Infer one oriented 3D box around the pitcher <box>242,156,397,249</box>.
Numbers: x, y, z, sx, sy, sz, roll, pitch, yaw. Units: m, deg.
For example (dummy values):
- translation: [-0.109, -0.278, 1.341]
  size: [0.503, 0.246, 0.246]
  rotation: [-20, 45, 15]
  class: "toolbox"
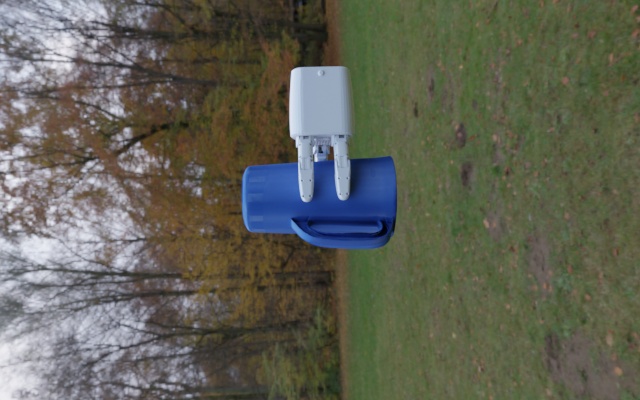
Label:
- translation: [0.000, 0.002, 0.768]
  size: [0.243, 0.145, 0.149]
  rotation: [-1, -1, -1]
  class: "pitcher"
